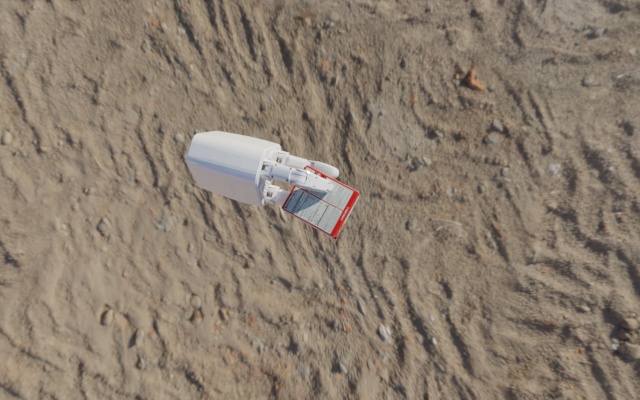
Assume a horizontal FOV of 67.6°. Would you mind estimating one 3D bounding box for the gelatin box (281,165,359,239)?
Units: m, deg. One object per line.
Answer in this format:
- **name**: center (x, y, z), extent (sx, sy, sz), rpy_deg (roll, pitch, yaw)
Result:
- **gelatin box**: center (0.000, 0.002, 0.680), extent (0.089, 0.073, 0.030), rpy_deg (28, -7, 9)
